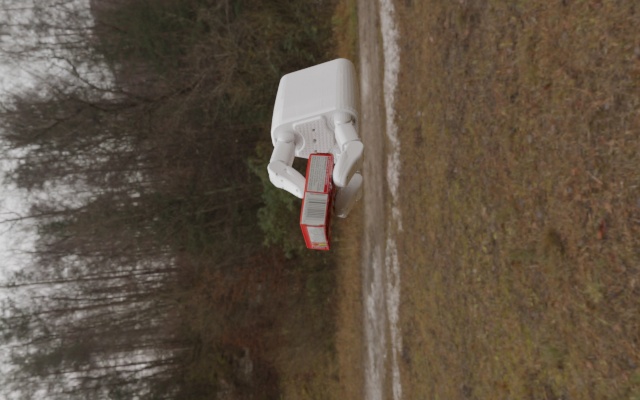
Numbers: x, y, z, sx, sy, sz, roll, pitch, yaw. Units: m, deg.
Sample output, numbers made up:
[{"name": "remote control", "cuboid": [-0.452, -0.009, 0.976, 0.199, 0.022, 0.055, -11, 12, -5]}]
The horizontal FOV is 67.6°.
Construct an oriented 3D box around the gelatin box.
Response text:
[{"name": "gelatin box", "cuboid": [0.000, 0.002, 0.538, 0.030, 0.089, 0.073, 4, -26, 6]}]
